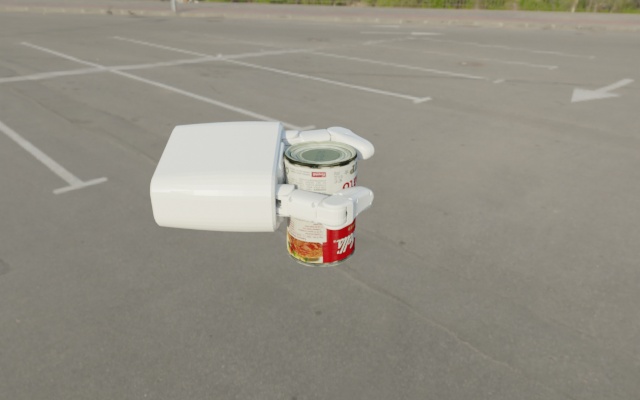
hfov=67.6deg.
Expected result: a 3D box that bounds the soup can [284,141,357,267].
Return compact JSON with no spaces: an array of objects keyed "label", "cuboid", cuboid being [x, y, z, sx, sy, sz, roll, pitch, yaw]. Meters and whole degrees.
[{"label":"soup can","cuboid":[0.001,0.001,0.450,0.068,0.102,0.068,0,25,0]}]
